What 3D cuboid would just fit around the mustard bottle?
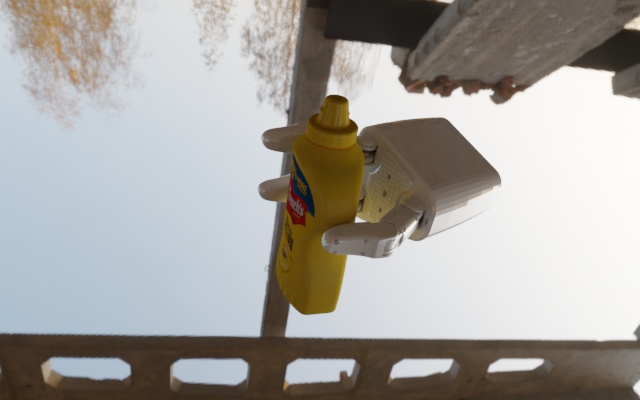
[{"bbox_3d":[0.000,0.002,0.415,0.058,0.192,0.096,-1,34,-16],"label":"mustard bottle"}]
